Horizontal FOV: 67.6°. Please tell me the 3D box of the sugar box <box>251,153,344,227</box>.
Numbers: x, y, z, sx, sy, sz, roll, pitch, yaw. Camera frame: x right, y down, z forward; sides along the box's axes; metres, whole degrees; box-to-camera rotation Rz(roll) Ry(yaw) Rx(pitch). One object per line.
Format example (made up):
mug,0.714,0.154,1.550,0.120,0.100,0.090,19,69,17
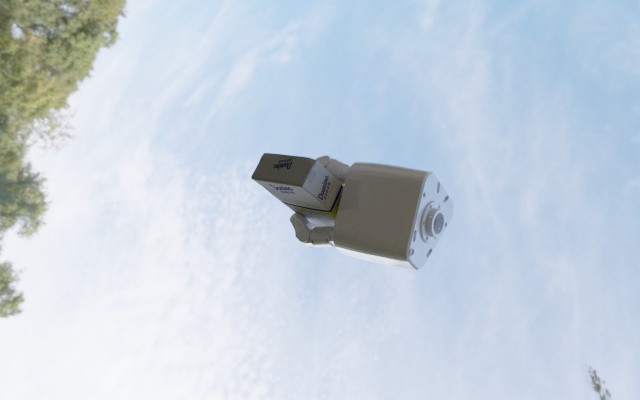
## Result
sugar box,0.000,0.002,0.631,0.093,0.048,0.176,11,-23,40
